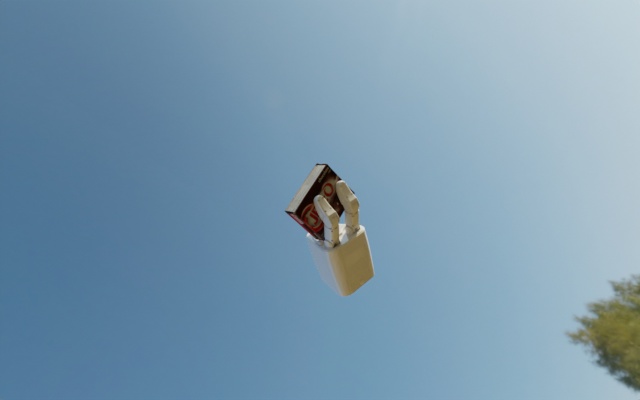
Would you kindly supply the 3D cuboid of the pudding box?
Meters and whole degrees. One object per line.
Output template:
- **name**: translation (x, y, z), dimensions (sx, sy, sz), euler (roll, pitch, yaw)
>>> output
- **pudding box**: translation (0.000, 0.003, 0.867), dimensions (0.039, 0.113, 0.090), euler (7, -30, 50)
